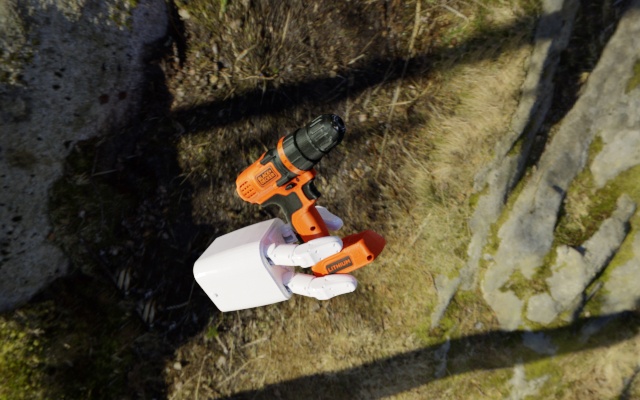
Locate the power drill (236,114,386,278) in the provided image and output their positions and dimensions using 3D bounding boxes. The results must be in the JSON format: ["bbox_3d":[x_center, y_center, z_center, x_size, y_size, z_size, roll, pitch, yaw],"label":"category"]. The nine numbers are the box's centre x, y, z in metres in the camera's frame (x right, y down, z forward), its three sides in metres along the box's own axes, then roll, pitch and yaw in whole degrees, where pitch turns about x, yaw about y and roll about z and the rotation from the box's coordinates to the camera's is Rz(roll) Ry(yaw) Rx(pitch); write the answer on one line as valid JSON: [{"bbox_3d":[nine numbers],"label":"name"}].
[{"bbox_3d":[0.000,0.002,0.608,0.184,0.187,0.057,-31,8,38],"label":"power drill"}]
